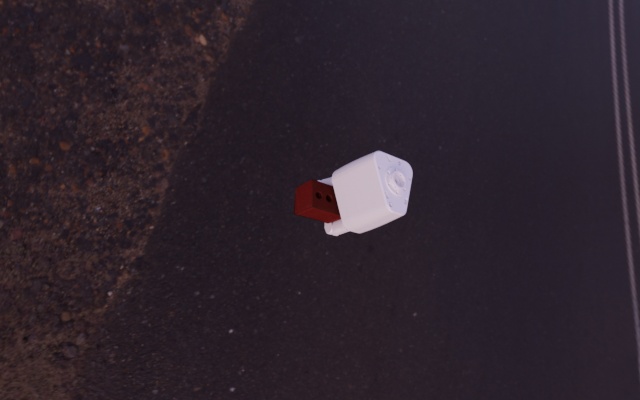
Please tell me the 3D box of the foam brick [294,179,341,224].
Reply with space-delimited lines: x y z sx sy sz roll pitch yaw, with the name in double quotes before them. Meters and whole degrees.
"foam brick" 0.000 0.003 0.838 0.078 0.053 0.051 16 -25 -34
